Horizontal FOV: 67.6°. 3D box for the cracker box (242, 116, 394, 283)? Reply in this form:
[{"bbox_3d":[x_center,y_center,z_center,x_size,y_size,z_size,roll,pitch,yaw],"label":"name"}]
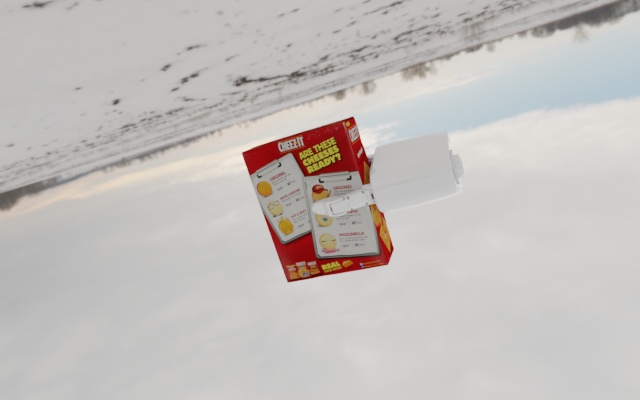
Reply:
[{"bbox_3d":[0.000,0.003,0.709,0.164,0.214,0.072,-14,12,21],"label":"cracker box"}]
